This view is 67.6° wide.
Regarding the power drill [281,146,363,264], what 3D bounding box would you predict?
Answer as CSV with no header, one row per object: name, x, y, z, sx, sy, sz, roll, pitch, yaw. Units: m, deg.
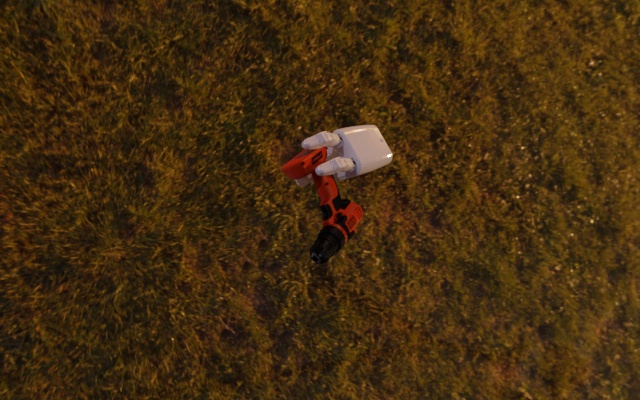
power drill,0.000,0.002,0.888,0.057,0.188,0.184,-15,19,32
